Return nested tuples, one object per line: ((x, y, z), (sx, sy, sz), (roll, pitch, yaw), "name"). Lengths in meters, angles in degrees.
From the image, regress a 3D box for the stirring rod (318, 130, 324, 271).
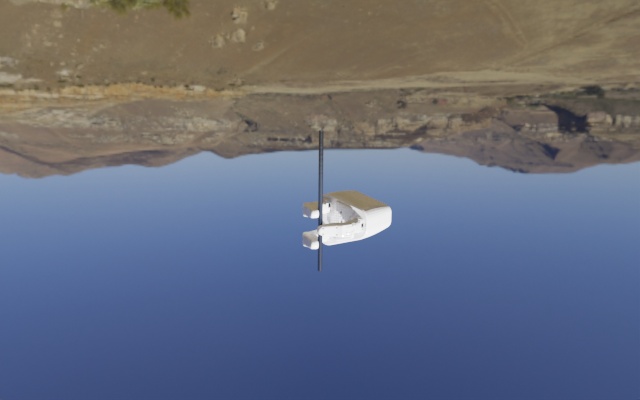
((0.000, 0.003, 0.810), (0.011, 0.239, 0.011), (1, 9, 0), "stirring rod")
